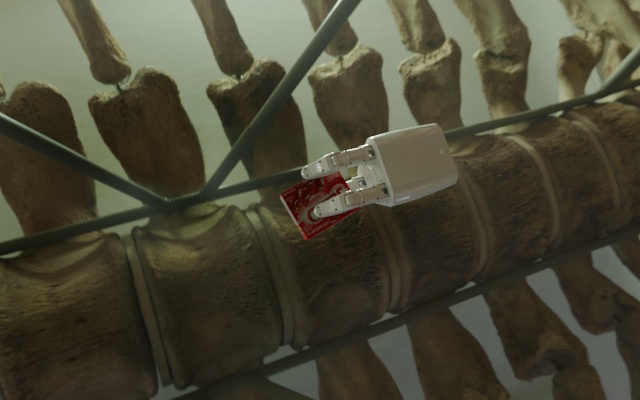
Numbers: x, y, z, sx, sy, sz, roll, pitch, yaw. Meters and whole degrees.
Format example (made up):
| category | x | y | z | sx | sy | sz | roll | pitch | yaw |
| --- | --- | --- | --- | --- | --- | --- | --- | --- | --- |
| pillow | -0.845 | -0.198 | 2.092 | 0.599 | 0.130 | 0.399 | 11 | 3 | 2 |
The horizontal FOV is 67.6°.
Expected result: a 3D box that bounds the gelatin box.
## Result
| category | x | y | z | sx | sy | sz | roll | pitch | yaw |
| --- | --- | --- | --- | --- | --- | --- | --- | --- | --- |
| gelatin box | 0.000 | 0.002 | 0.655 | 0.089 | 0.073 | 0.030 | -30 | -4 | -11 |
